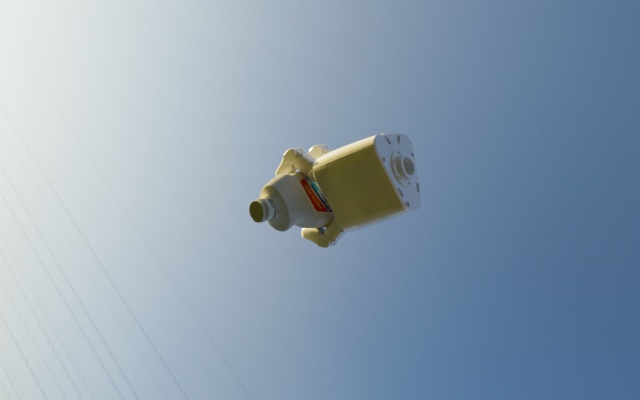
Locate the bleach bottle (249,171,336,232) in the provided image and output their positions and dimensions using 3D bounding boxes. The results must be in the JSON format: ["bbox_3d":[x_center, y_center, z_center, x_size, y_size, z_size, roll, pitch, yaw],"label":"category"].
[{"bbox_3d":[0.000,0.002,0.707,0.068,0.102,0.251,-20,-4,41],"label":"bleach bottle"}]
